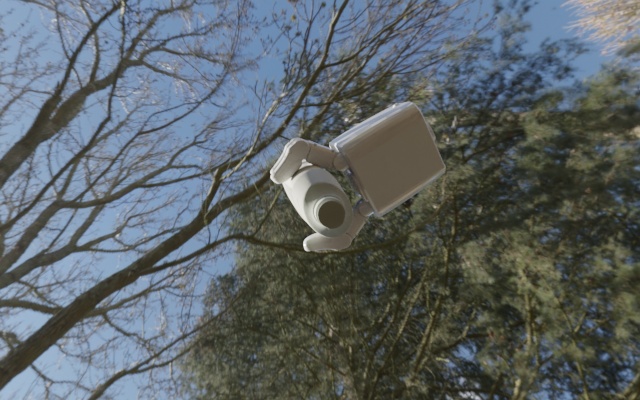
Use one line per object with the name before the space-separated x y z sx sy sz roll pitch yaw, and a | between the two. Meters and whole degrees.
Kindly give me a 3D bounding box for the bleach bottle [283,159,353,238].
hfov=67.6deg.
bleach bottle | 0.000 0.002 0.594 0.068 0.102 0.251 -33 11 -1
